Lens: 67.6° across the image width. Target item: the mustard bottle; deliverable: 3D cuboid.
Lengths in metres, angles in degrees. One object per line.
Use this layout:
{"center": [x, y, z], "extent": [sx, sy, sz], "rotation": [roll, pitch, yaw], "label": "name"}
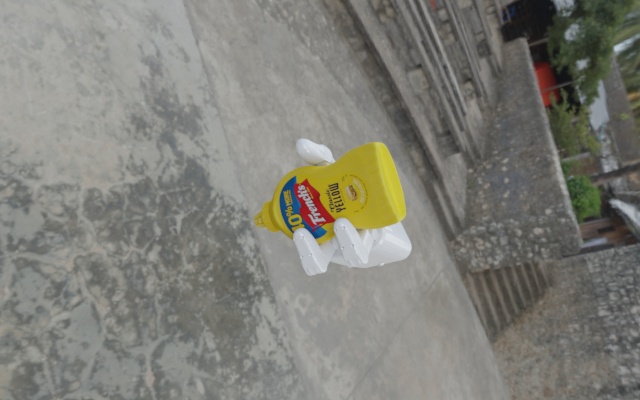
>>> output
{"center": [0.000, 0.002, 0.579], "extent": [0.191, 0.096, 0.058], "rotation": [-17, 2, 27], "label": "mustard bottle"}
